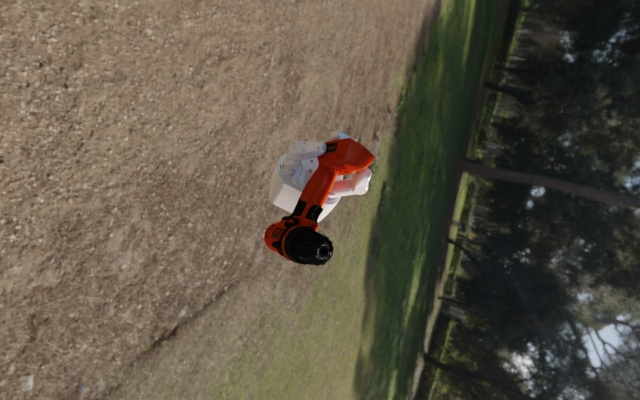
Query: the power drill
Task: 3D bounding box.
[{"bbox_3d":[0.000,0.002,0.677,0.057,0.187,0.184,37,-13,-23],"label":"power drill"}]
